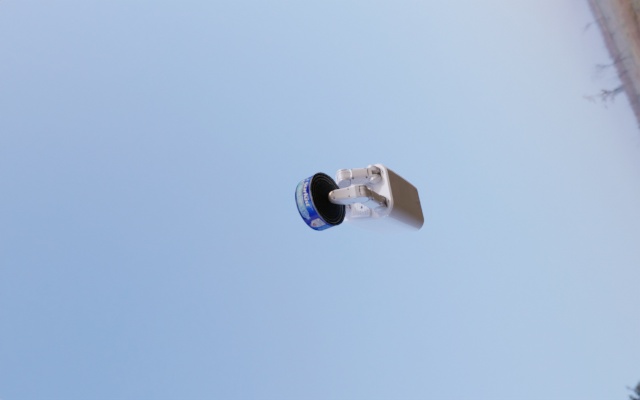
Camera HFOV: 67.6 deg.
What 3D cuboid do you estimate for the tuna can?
[{"bbox_3d":[0.000,0.003,0.730,0.034,0.086,0.086,-23,-13,33],"label":"tuna can"}]
